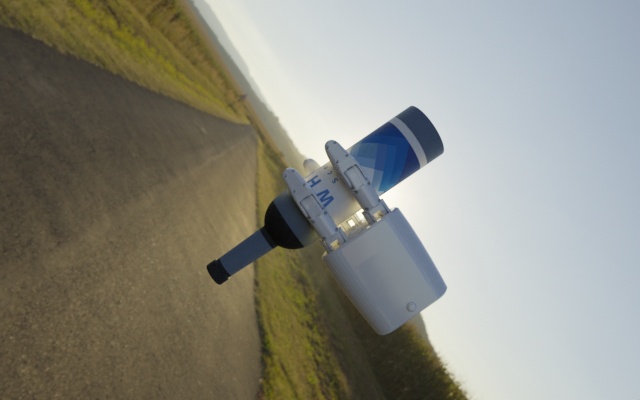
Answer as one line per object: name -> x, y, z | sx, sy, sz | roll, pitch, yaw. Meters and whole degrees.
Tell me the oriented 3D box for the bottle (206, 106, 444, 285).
bottle -> 0.000, 0.002, 0.544 | 0.295, 0.069, 0.069 | -34, 1, -1
